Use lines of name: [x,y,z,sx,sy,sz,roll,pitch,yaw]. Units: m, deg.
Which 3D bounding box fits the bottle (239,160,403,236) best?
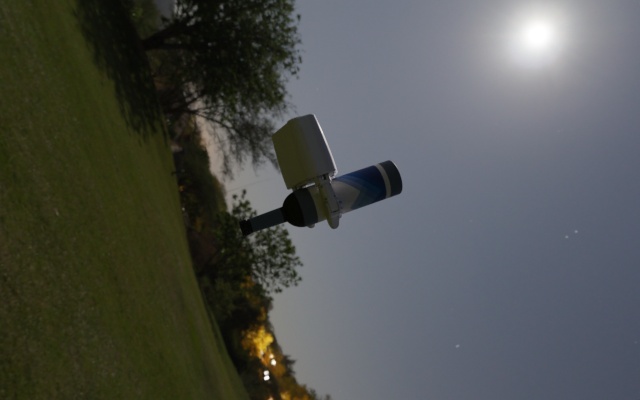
bottle: [0.000,0.003,0.849,0.295,0.069,0.069,-19,4,-13]
